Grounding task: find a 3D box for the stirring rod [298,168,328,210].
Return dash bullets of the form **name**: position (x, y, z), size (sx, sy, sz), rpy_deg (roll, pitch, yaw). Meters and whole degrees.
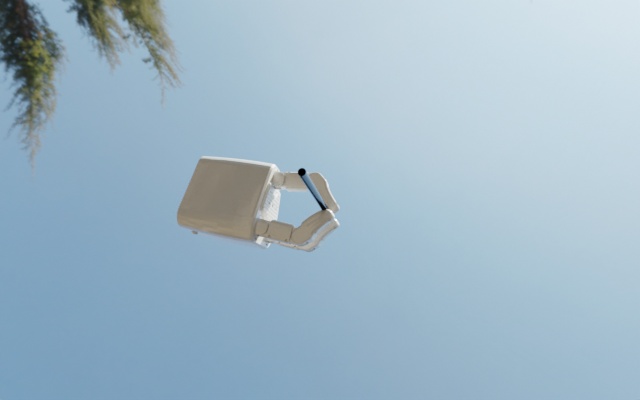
- **stirring rod**: position (0.000, 0.002, 0.560), size (0.011, 0.011, 0.239), rpy_deg (0, -14, 9)
